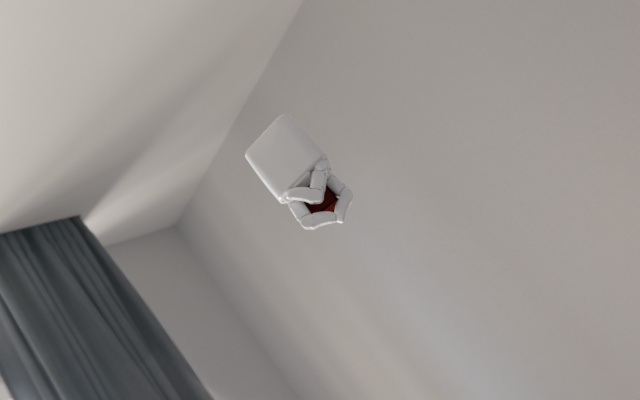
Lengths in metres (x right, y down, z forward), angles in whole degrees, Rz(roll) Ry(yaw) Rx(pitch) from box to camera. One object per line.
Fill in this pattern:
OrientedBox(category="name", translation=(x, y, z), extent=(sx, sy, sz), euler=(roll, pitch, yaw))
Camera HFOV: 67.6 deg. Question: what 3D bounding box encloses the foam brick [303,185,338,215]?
OrientedBox(category="foam brick", translation=(0.000, 0.003, 0.841), extent=(0.053, 0.051, 0.078), euler=(-40, -16, -3))
